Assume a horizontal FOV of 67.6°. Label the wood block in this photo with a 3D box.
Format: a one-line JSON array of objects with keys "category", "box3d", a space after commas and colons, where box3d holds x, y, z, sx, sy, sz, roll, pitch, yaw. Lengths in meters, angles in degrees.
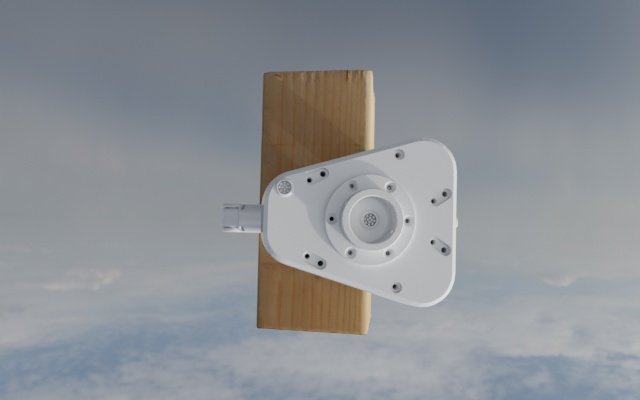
[{"category": "wood block", "box3d": [0.000, 0.001, 0.418, 0.091, 0.206, 0.090, 1, -3, 8]}]
